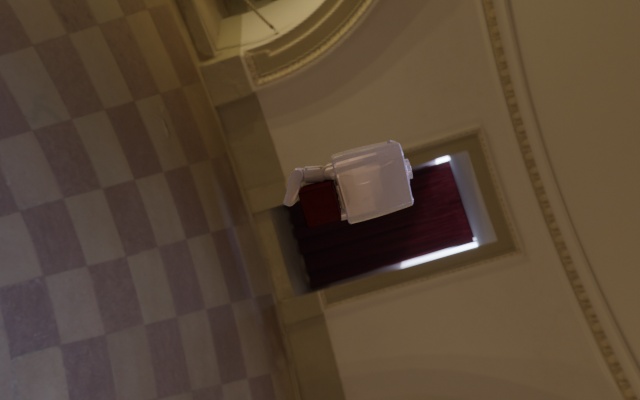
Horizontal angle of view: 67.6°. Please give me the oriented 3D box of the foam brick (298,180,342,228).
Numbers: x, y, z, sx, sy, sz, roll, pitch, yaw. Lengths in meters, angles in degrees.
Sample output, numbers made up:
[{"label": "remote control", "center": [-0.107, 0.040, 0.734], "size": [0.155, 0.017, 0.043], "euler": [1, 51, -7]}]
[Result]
[{"label": "foam brick", "center": [0.000, 0.002, 0.701], "size": [0.051, 0.053, 0.078], "euler": [-13, 10, 4]}]
